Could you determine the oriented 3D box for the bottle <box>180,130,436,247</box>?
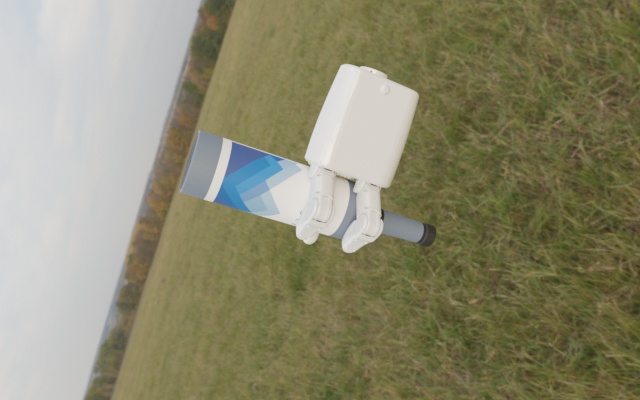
[{"bbox_3d":[0.000,0.002,0.531,0.296,0.069,0.069,17,-6,-19],"label":"bottle"}]
